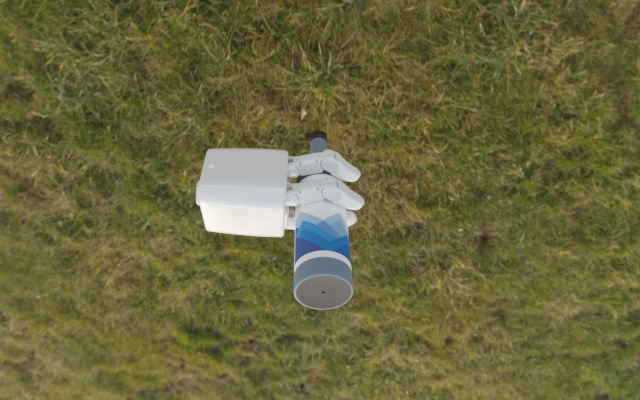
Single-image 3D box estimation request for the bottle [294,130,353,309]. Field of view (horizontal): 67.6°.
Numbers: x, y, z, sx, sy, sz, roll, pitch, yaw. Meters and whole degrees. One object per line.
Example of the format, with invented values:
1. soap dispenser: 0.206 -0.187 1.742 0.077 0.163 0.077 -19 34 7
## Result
1. bottle: 0.000 0.002 0.637 0.069 0.069 0.295 0 43 -2
